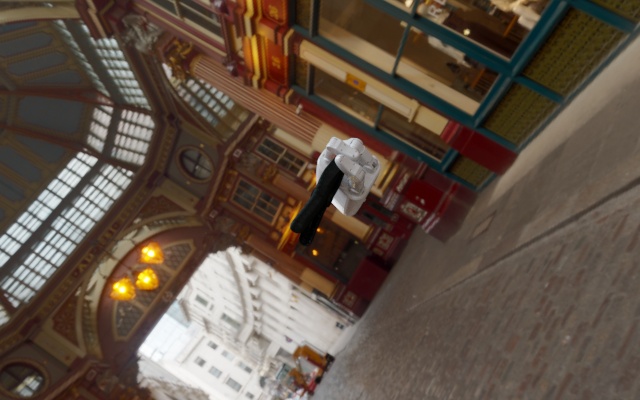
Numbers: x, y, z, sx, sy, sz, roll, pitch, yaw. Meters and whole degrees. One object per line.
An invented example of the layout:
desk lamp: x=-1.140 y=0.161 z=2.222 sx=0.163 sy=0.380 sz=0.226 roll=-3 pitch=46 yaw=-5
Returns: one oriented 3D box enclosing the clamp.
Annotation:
clamp: x=0.000 y=0.002 z=0.836 sx=0.039 sy=0.171 sz=0.120 roll=30 pitch=-20 yaw=8
